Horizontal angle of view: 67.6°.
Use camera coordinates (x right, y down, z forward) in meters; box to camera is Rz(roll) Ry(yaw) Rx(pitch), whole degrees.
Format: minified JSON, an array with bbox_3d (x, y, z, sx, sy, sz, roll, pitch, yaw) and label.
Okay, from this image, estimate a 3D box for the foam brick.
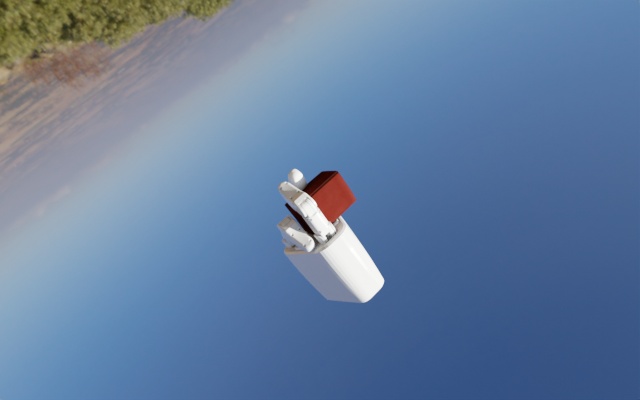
[{"bbox_3d":[0.000,0.002,0.664,0.078,0.051,0.053,-43,18,-14],"label":"foam brick"}]
